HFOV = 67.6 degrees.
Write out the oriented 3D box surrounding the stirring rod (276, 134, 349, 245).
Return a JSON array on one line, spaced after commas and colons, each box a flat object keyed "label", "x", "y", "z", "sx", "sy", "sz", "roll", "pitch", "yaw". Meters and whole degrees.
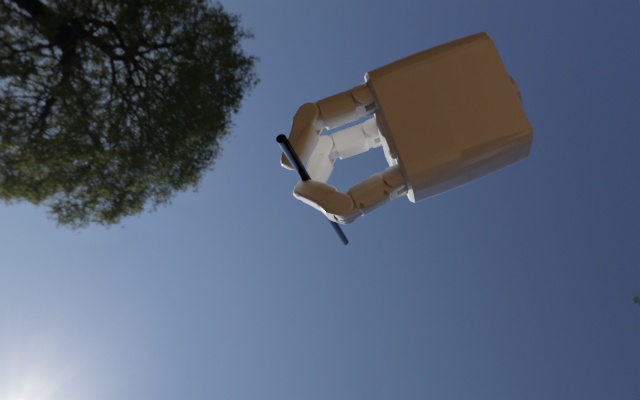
[{"label": "stirring rod", "x": 0.000, "y": 0.002, "z": 0.465, "sx": 0.011, "sy": 0.011, "sz": 0.240, "roll": 0, "pitch": -24, "yaw": 16}]
